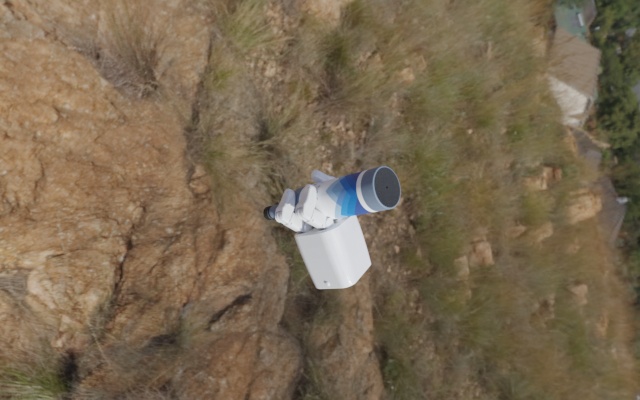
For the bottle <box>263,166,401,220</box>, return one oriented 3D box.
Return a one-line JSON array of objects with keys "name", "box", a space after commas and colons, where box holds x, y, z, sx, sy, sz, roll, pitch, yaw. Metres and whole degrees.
[{"name": "bottle", "box": [0.000, 0.003, 0.824, 0.069, 0.069, 0.296, 0, -9, -44]}]
